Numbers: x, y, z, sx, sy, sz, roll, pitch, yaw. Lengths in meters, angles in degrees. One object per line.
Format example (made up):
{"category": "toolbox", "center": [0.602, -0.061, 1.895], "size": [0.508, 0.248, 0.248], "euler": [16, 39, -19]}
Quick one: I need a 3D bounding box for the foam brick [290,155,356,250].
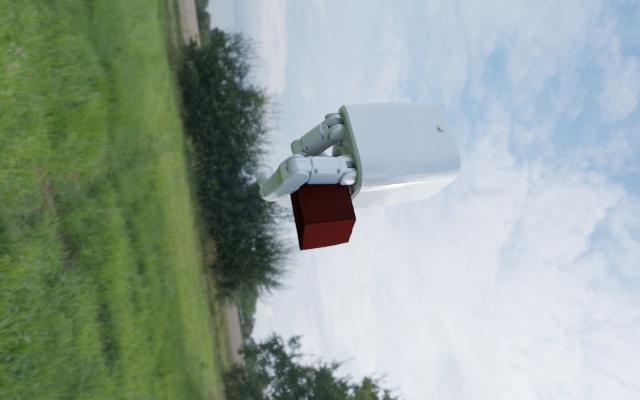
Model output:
{"category": "foam brick", "center": [0.000, 0.002, 0.475], "size": [0.051, 0.078, 0.053], "euler": [-5, -31, -11]}
